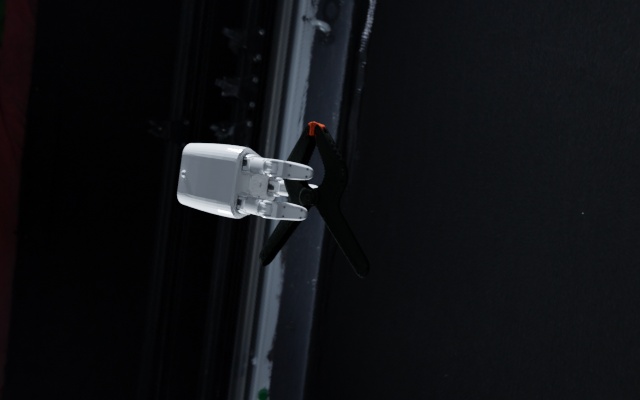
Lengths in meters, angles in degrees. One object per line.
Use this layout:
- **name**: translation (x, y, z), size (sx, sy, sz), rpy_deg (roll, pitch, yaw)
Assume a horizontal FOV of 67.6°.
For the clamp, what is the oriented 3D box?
- **clamp**: translation (0.000, 0.002, 0.645), size (0.164, 0.210, 0.036), rpy_deg (10, 4, 25)
